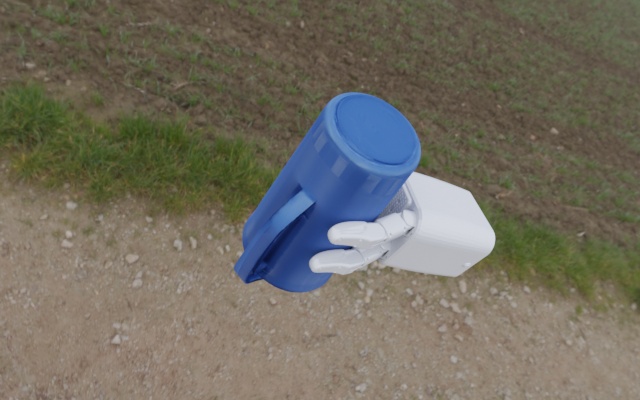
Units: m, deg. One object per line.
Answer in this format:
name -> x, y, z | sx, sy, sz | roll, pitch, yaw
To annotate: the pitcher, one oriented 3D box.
pitcher -> 0.000, 0.002, 0.541 | 0.145, 0.149, 0.243 | 15, -40, -18
